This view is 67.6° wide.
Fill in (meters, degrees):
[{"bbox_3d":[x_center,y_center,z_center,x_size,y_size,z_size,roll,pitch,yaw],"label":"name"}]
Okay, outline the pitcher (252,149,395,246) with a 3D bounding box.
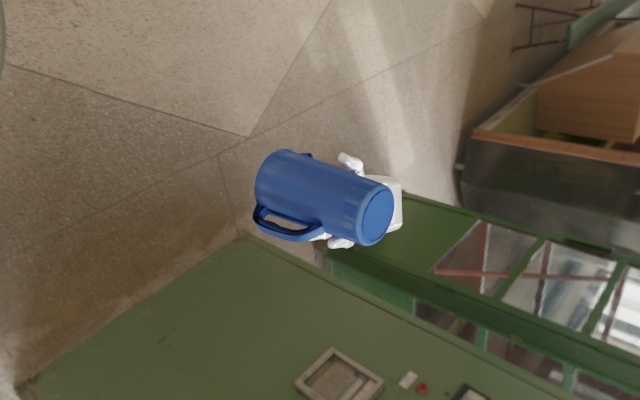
[{"bbox_3d":[0.000,0.003,0.855,0.243,0.149,0.145,20,13,38],"label":"pitcher"}]
